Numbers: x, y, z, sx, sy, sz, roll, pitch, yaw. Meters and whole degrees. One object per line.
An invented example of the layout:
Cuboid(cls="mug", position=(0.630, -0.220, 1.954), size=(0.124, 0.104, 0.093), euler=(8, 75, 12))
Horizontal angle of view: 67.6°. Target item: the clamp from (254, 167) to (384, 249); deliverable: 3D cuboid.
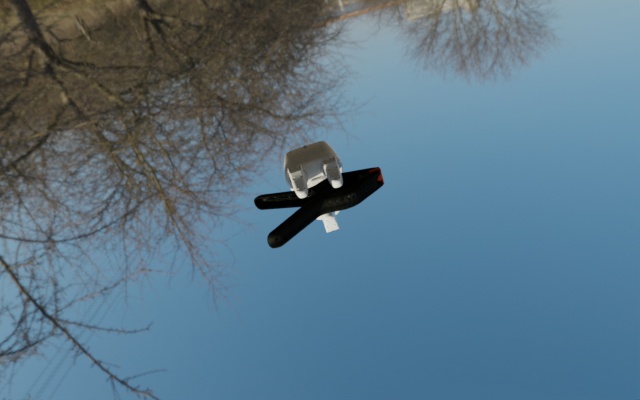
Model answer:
Cuboid(cls="clamp", position=(0.001, 0.003, 0.728), size=(0.210, 0.036, 0.164), euler=(-18, 26, 0))
